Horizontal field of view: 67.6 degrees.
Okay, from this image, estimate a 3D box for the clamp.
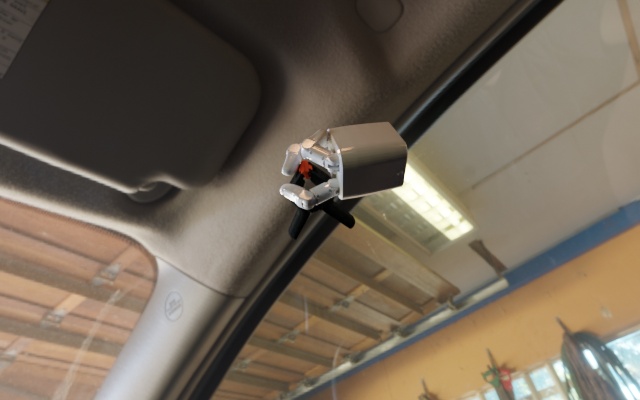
[{"bbox_3d":[0.000,0.002,0.808,0.120,0.039,0.172,-10,-41,-7],"label":"clamp"}]
